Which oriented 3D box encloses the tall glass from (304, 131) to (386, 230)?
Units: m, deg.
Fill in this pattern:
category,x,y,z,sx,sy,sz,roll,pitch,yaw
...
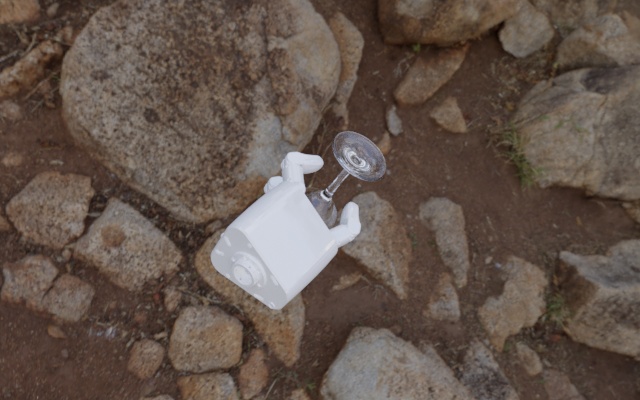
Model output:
category,x,y,z,sx,sy,sz,roll,pitch,yaw
tall glass,0.001,0.002,0.632,0.079,0.079,0.201,0,-34,-34
